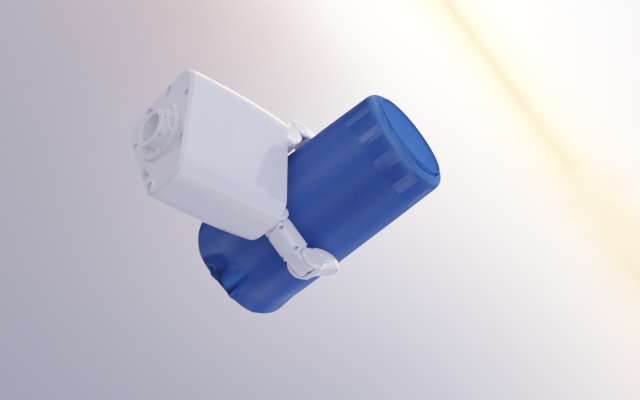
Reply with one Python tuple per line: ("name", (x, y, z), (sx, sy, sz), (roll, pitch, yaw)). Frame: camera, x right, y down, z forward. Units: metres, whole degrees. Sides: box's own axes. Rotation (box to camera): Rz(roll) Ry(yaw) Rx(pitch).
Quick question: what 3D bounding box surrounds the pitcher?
("pitcher", (0.000, 0.002, 0.505), (0.243, 0.149, 0.145), (-37, -42, 25))
